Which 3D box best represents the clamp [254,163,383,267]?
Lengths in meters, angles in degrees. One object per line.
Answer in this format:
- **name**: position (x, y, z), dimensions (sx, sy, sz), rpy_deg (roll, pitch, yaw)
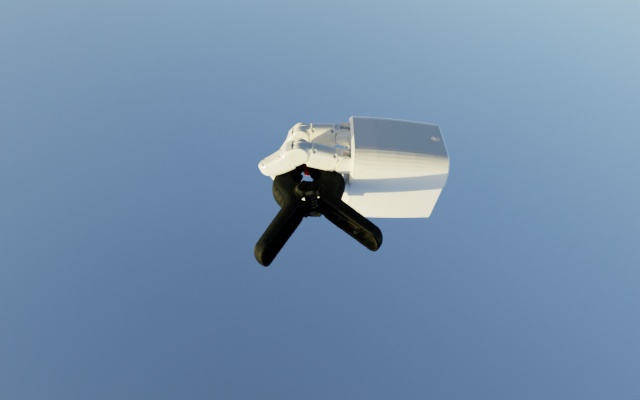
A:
- **clamp**: position (0.000, 0.002, 0.499), dimensions (0.120, 0.039, 0.171), rpy_deg (2, 41, 0)
